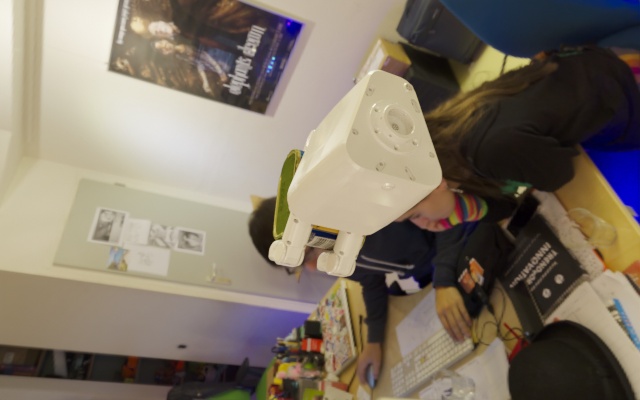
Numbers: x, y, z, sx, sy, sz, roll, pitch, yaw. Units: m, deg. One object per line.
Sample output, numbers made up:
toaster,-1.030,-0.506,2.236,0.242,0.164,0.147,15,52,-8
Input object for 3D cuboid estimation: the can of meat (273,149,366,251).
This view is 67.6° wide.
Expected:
can of meat,0.000,0.002,0.510,0.084,0.102,0.057,13,-24,-22
